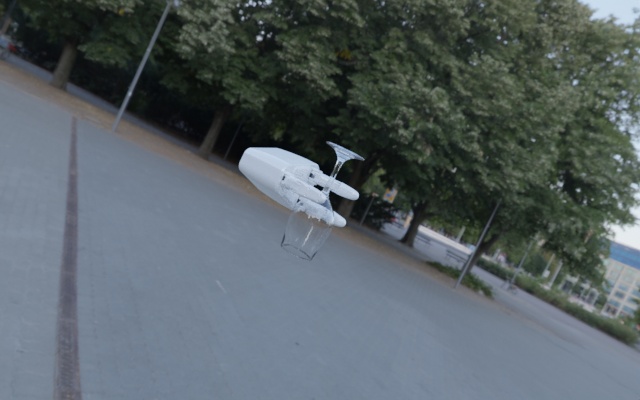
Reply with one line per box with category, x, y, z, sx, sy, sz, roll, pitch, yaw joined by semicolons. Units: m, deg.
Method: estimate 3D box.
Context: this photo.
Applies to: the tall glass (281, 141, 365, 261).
tall glass;0.001;0.002;0.836;0.079;0.201;0.079;25;3;-1
